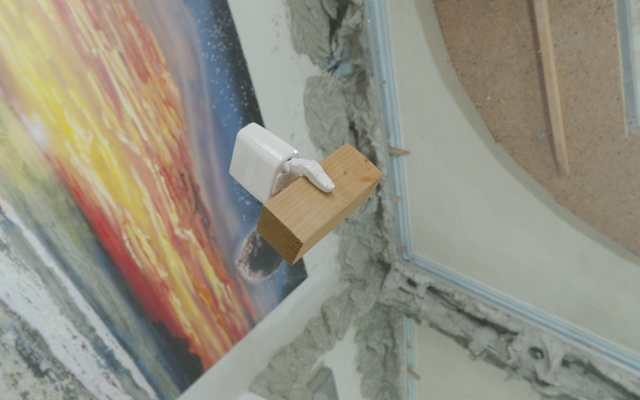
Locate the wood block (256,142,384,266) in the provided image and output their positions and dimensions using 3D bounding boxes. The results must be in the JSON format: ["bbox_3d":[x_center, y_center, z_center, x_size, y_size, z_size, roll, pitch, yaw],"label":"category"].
[{"bbox_3d":[0.000,0.002,0.814,0.206,0.090,0.091,-39,-14,-31],"label":"wood block"}]
